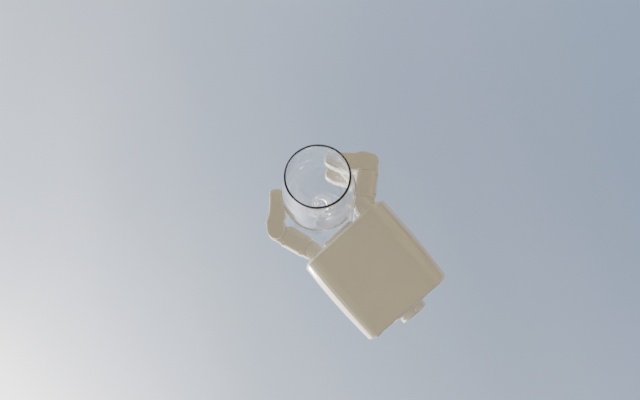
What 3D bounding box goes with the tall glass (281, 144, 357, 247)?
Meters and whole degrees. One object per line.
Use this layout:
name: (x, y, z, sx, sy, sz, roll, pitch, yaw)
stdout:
tall glass: (0.000, 0.002, 0.528, 0.079, 0.079, 0.201, 0, -14, 2)
